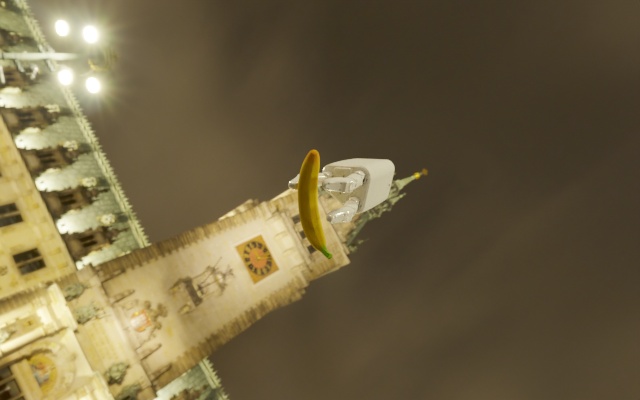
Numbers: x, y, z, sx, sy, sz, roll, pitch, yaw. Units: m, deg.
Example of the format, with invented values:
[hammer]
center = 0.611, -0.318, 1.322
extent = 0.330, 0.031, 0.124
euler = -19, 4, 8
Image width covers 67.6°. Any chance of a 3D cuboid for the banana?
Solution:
[banana]
center = -0.013, 0.007, 0.876
extent = 0.069, 0.198, 0.037
euler = -3, 10, 43
